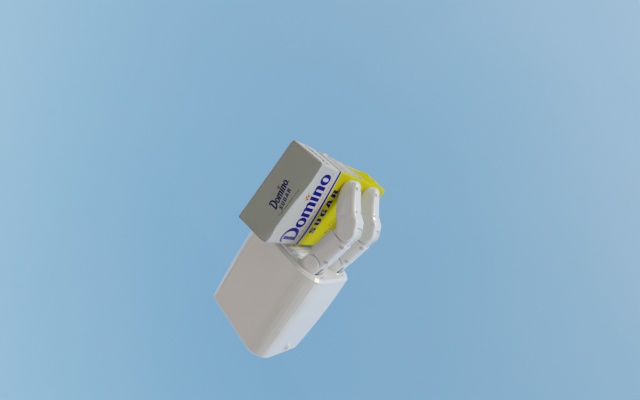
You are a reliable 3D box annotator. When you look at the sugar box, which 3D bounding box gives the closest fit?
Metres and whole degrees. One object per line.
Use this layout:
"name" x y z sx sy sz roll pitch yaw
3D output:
"sugar box" 0.000 0.002 0.507 0.048 0.093 0.176 41 12 22
